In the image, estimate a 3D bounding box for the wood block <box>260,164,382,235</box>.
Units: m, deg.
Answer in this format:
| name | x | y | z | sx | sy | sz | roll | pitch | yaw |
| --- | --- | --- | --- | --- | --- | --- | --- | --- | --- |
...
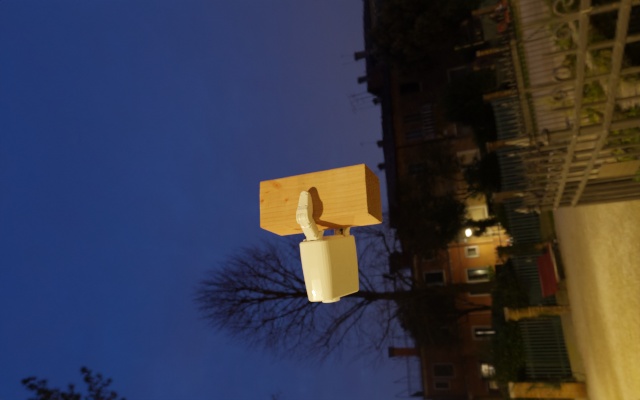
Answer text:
| name | x | y | z | sx | sy | sz | roll | pitch | yaw |
| --- | --- | --- | --- | --- | --- | --- | --- | --- | --- |
| wood block | 0.000 | 0.003 | 0.880 | 0.206 | 0.090 | 0.091 | -9 | -17 | 21 |
